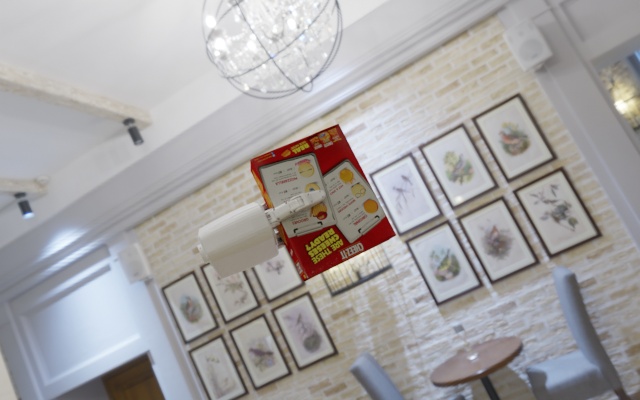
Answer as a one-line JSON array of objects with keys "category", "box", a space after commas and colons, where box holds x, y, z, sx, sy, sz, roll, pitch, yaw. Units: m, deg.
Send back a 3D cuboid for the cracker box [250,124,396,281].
[{"category": "cracker box", "box": [0.000, 0.002, 0.795, 0.164, 0.213, 0.072, -24, -10, -13]}]
